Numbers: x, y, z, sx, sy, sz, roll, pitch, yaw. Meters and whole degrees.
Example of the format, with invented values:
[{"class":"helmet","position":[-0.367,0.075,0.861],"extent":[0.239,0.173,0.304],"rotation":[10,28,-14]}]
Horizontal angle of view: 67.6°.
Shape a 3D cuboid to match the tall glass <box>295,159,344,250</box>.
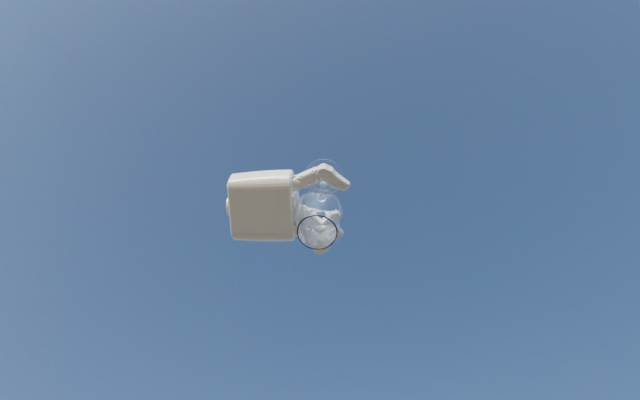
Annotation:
[{"class":"tall glass","position":[0.000,0.002,0.805],"extent":[0.079,0.079,0.201],"rotation":[0,28,3]}]
